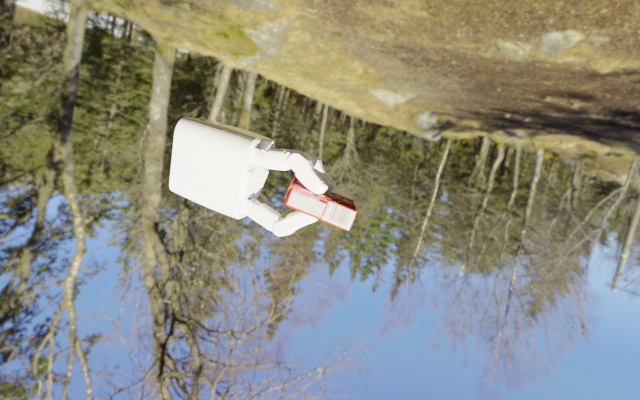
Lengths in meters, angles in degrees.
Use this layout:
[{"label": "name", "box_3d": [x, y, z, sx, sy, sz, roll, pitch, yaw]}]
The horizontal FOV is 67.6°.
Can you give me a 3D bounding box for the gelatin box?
[{"label": "gelatin box", "box_3d": [0.000, 0.003, 0.612, 0.089, 0.030, 0.073, 22, 10, -3]}]
